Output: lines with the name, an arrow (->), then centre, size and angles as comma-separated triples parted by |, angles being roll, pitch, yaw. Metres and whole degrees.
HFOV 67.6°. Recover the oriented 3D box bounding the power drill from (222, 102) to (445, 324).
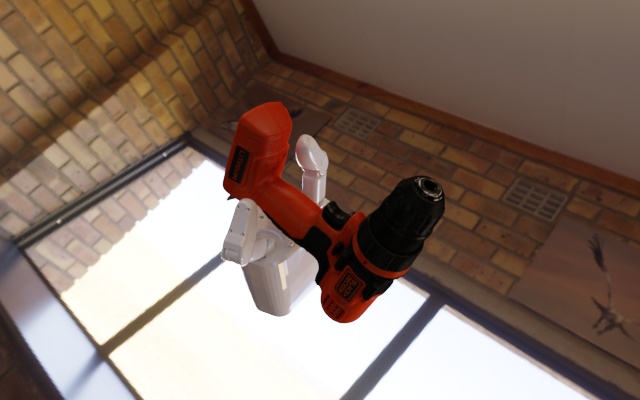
power drill -> 0.000, 0.001, 0.413 | 0.057, 0.187, 0.184 | -29, -23, -41
